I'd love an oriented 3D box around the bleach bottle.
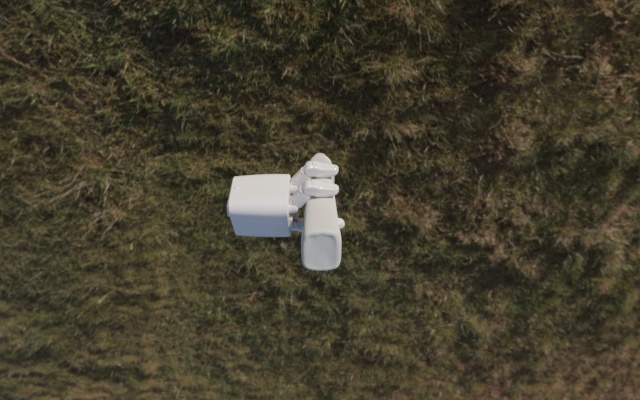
[{"bbox_3d":[0.000,0.003,0.884,0.068,0.103,0.250,0,41,-1],"label":"bleach bottle"}]
